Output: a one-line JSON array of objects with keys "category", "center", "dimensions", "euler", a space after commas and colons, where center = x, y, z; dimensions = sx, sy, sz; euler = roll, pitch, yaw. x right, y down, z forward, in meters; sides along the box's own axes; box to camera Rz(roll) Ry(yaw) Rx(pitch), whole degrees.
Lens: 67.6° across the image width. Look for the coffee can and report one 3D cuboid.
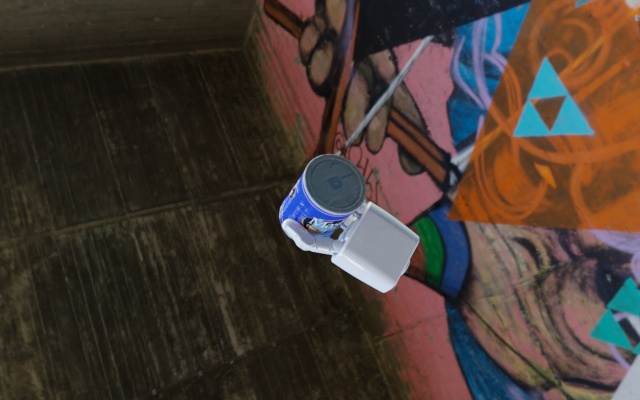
[{"category": "coffee can", "center": [0.000, 0.002, 0.786], "dimensions": [0.103, 0.102, 0.140], "euler": [0, -25, -22]}]
